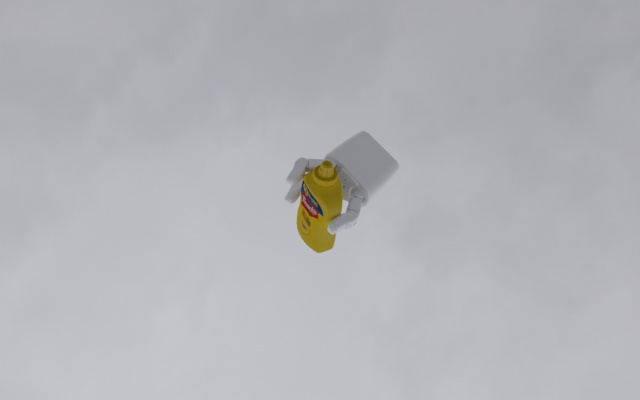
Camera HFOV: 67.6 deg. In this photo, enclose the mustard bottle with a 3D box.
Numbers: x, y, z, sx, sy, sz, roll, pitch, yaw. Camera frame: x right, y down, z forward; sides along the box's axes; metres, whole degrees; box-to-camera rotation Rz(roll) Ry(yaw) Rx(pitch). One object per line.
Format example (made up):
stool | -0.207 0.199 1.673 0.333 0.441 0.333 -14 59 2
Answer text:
mustard bottle | 0.000 0.003 0.839 0.058 0.096 0.192 -17 -36 -22
